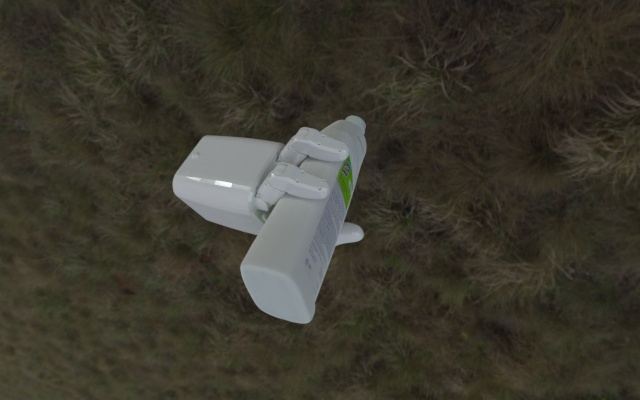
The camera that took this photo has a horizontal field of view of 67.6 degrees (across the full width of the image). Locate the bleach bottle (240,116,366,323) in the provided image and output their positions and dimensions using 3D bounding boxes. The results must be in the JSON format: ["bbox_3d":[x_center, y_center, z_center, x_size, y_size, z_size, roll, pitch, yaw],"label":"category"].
[{"bbox_3d":[0.000,0.002,0.535,0.068,0.250,0.103,11,-38,20],"label":"bleach bottle"}]
